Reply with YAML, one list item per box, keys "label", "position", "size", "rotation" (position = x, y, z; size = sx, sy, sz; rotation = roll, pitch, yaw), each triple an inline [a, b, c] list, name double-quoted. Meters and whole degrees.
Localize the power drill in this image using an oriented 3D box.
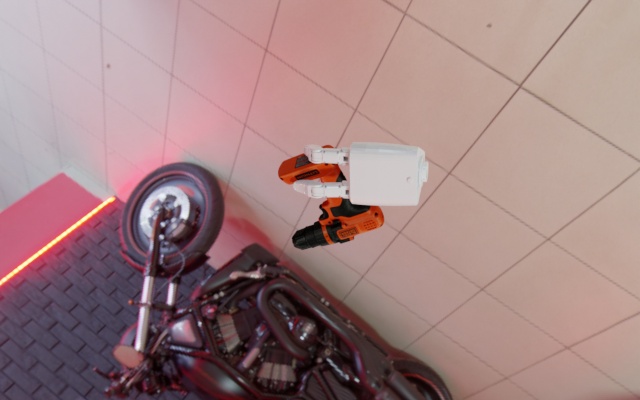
- label: "power drill"
  position: [0.000, 0.002, 0.856]
  size: [0.184, 0.188, 0.057]
  rotation: [-20, 35, 17]
